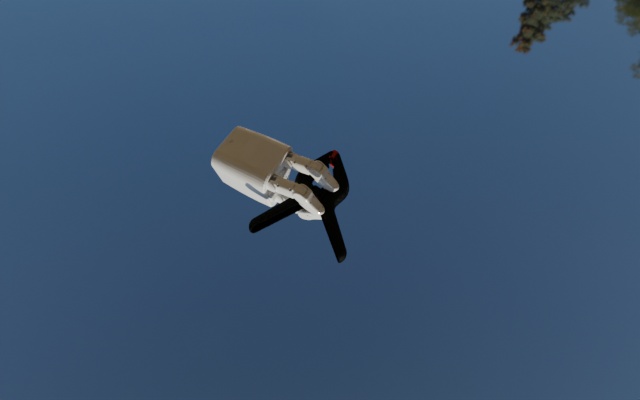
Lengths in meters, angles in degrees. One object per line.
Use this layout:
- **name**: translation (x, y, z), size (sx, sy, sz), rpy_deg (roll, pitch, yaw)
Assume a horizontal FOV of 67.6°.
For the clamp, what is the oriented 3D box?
- **clamp**: translation (0.000, 0.003, 0.807), size (0.164, 0.210, 0.036), rpy_deg (25, -32, 12)
